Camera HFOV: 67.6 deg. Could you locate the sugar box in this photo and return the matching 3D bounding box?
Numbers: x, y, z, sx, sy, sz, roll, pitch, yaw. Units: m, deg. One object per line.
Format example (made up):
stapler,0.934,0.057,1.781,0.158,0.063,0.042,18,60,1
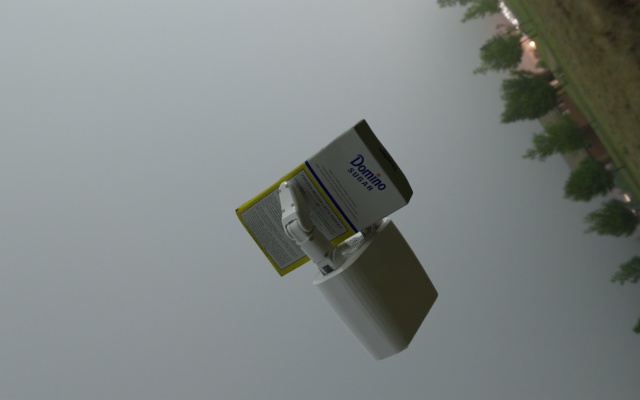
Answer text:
sugar box,0.000,0.002,0.505,0.176,0.093,0.048,-32,7,27
